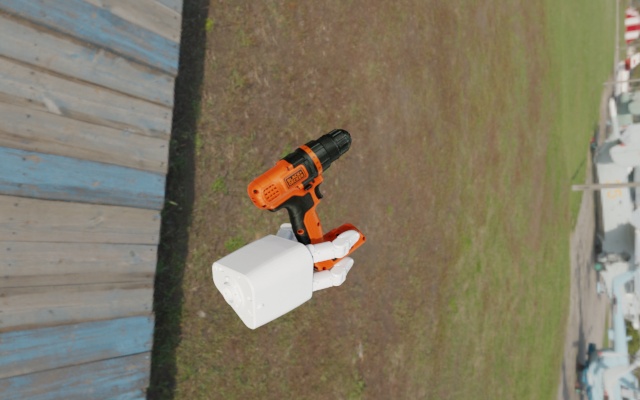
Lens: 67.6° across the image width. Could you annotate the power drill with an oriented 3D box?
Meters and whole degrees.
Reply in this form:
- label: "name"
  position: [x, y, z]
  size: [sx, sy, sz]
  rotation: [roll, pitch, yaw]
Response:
- label: "power drill"
  position: [0.000, 0.003, 0.748]
  size: [0.184, 0.188, 0.057]
  rotation: [-34, 24, -16]
